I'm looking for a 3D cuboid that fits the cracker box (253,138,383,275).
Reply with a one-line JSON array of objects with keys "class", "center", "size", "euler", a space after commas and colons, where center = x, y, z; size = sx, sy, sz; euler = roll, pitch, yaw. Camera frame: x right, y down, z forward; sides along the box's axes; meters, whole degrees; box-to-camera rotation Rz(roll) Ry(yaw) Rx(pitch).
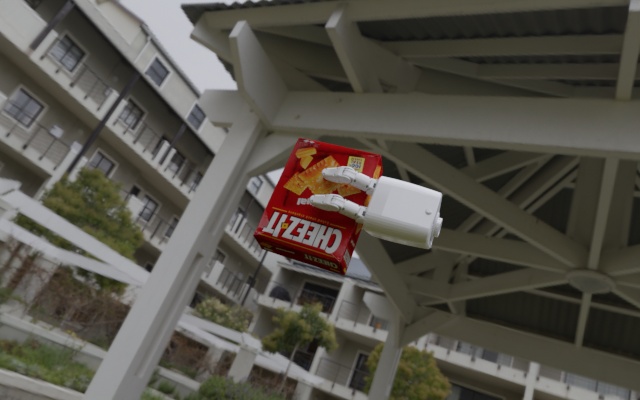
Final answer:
[{"class": "cracker box", "center": [0.000, 0.003, 0.847], "size": [0.164, 0.213, 0.072], "euler": [15, -24, 18]}]
